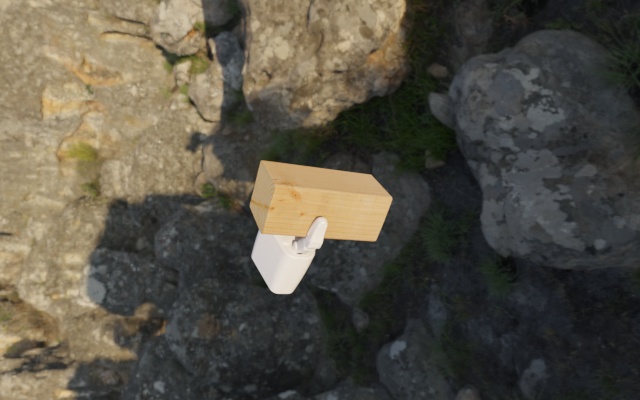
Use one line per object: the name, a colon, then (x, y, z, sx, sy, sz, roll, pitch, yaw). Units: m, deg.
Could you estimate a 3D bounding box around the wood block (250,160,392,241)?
wood block: (0.000, 0.003, 0.792, 0.206, 0.090, 0.090, 5, 28, -25)
